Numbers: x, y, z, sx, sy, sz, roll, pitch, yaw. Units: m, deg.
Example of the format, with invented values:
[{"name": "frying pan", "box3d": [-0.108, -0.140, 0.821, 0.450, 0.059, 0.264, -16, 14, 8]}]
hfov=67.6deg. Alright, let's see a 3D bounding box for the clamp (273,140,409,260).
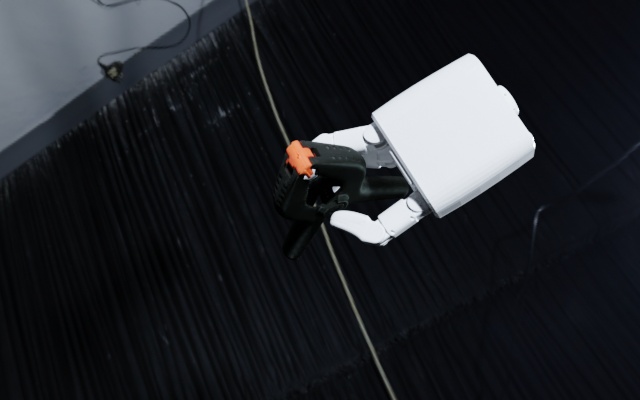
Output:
[{"name": "clamp", "box3d": [0.000, 0.002, 0.479, 0.164, 0.036, 0.210, -34, -23, 10]}]
